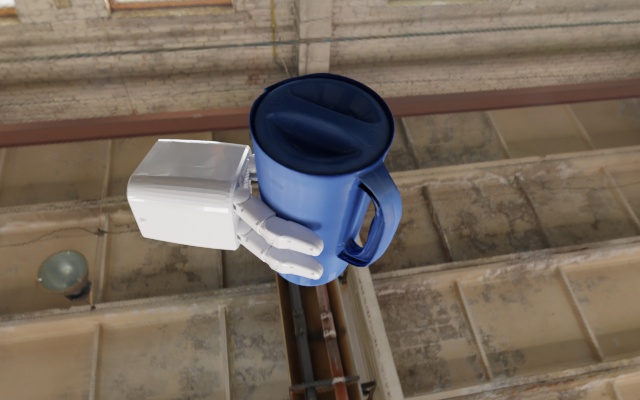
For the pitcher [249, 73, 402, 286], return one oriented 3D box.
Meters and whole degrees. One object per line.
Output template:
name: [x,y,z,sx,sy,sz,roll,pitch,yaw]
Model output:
pitcher: [0.000,0.002,0.519,0.145,0.149,0.243,6,-37,0]
